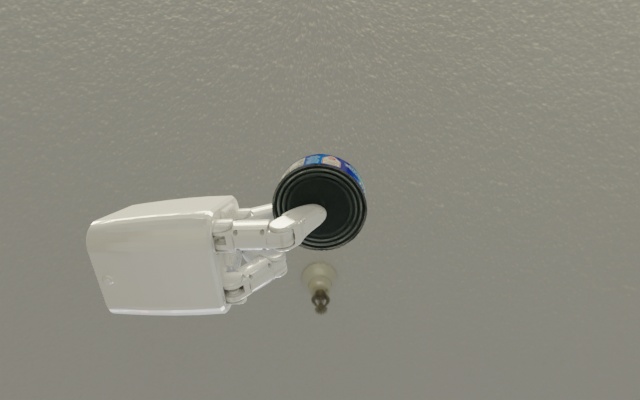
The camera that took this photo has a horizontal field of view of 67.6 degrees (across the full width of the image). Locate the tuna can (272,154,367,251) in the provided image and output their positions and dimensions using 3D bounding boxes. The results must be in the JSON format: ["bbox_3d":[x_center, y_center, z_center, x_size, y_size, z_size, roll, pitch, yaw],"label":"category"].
[{"bbox_3d":[0.000,0.001,0.442,0.086,0.086,0.033,0,24,5],"label":"tuna can"}]
